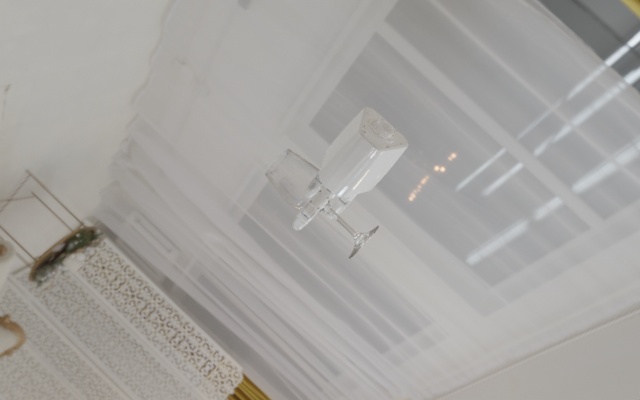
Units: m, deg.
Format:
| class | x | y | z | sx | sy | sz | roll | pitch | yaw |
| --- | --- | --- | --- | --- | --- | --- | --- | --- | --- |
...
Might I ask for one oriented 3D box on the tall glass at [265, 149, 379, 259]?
| class | x | y | z | sx | sy | sz | roll | pitch | yaw |
| --- | --- | --- | --- | --- | --- | --- | --- | --- | --- |
| tall glass | 0.001 | 0.003 | 0.802 | 0.201 | 0.079 | 0.079 | 42 | 2 | 2 |
